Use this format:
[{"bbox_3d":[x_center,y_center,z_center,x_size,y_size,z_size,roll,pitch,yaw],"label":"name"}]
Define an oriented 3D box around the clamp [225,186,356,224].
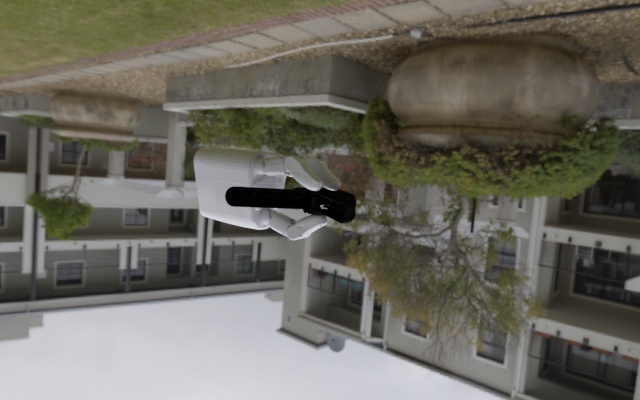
[{"bbox_3d":[0.000,0.003,0.635,0.164,0.036,0.210,10,6,27],"label":"clamp"}]
